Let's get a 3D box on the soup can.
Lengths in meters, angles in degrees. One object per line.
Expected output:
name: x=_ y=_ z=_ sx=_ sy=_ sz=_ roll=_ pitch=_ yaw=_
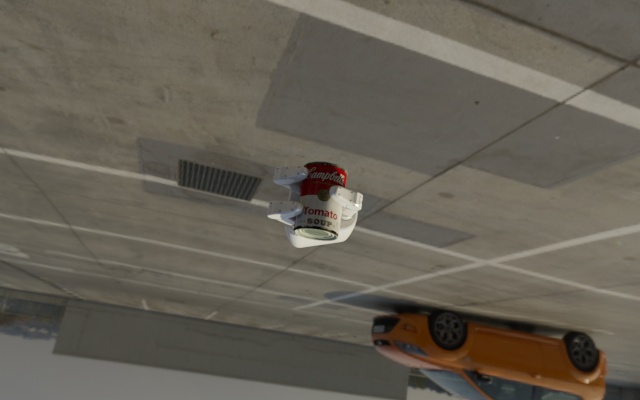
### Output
soup can: x=0.000 y=0.002 z=0.705 sx=0.068 sy=0.102 sz=0.068 roll=8 pitch=-18 yaw=3
